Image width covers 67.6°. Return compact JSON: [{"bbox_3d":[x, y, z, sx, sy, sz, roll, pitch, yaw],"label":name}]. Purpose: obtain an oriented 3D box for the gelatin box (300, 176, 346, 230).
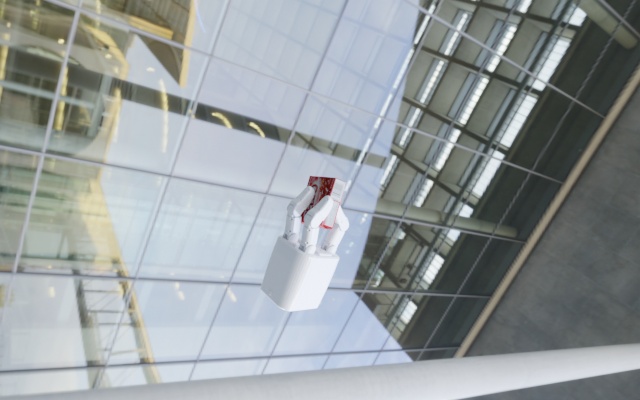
[{"bbox_3d":[0.001,0.003,0.845,0.030,0.089,0.073,22,-9,-38],"label":"gelatin box"}]
